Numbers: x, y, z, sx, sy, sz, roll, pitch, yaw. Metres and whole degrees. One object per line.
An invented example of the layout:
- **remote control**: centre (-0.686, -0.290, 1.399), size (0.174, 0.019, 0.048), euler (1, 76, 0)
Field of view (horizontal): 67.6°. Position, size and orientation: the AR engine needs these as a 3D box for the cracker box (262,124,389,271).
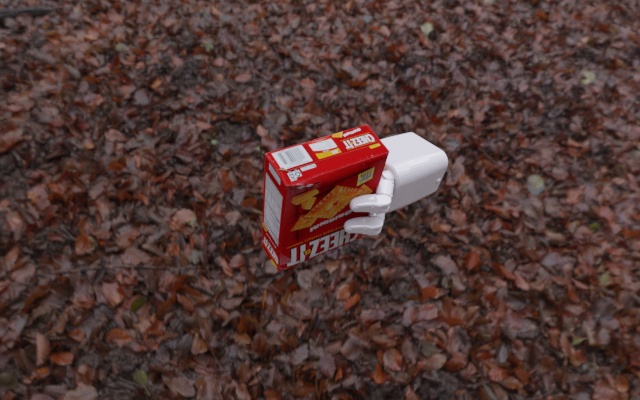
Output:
- **cracker box**: centre (0.000, 0.002, 0.722), size (0.164, 0.072, 0.214), euler (-19, -34, -23)
